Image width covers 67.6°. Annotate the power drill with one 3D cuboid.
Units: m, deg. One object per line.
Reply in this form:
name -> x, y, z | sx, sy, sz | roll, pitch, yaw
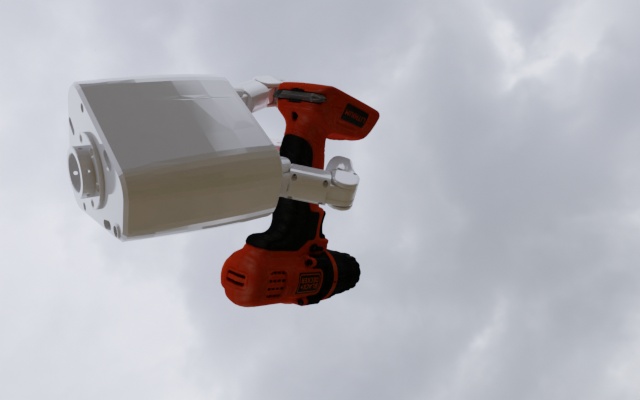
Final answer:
power drill -> 0.000, 0.001, 0.429 | 0.057, 0.187, 0.184 | 12, 1, 30
